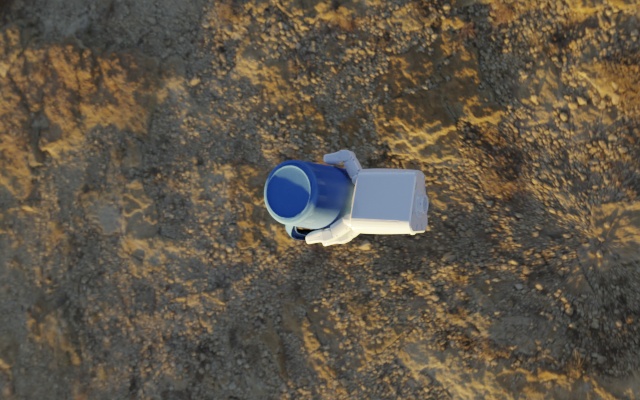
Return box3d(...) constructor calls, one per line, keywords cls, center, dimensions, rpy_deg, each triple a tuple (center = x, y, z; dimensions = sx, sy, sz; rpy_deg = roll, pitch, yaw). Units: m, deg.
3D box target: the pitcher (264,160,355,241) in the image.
box3d(cls="pitcher", center=(0.000, 0.003, 0.882), dimensions=(0.145, 0.149, 0.243), rpy_deg=(0, -4, 30))
